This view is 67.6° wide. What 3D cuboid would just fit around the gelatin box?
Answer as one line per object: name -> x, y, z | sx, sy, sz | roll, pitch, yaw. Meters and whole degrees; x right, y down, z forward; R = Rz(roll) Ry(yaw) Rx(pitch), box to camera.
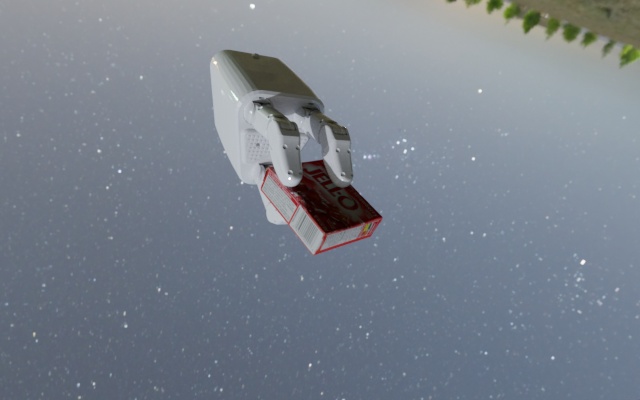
gelatin box -> 0.000, 0.002, 0.431 | 0.073, 0.030, 0.089 | -12, 50, -42
